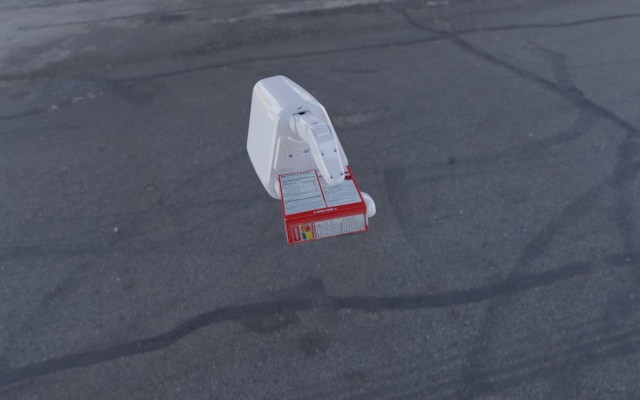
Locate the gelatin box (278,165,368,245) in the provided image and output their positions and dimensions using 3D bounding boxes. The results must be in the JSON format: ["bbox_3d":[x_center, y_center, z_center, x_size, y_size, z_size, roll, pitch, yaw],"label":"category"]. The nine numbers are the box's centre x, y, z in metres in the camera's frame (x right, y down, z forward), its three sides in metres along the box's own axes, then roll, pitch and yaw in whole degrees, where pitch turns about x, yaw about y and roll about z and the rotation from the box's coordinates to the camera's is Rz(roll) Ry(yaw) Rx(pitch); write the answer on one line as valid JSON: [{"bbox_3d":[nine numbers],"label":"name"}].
[{"bbox_3d":[0.000,0.001,0.453,0.073,0.030,0.089,-10,30,-4],"label":"gelatin box"}]
